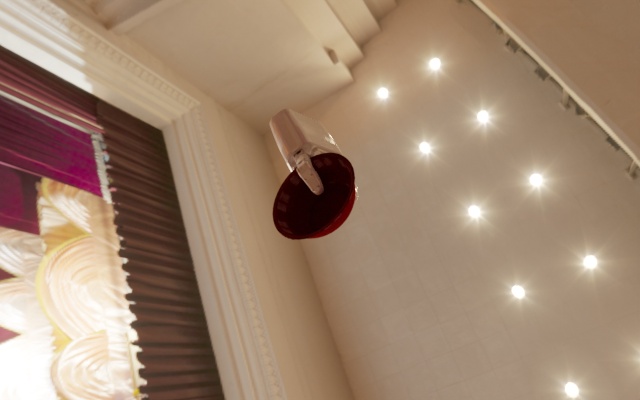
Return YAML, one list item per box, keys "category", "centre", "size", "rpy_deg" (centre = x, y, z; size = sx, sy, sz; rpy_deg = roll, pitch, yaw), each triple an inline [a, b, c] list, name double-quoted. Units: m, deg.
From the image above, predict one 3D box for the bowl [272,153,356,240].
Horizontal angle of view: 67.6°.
- category: "bowl"
  centre: [0.000, 0.004, 0.784]
  size: [0.162, 0.162, 0.055]
  rpy_deg: [0, -30, 41]
